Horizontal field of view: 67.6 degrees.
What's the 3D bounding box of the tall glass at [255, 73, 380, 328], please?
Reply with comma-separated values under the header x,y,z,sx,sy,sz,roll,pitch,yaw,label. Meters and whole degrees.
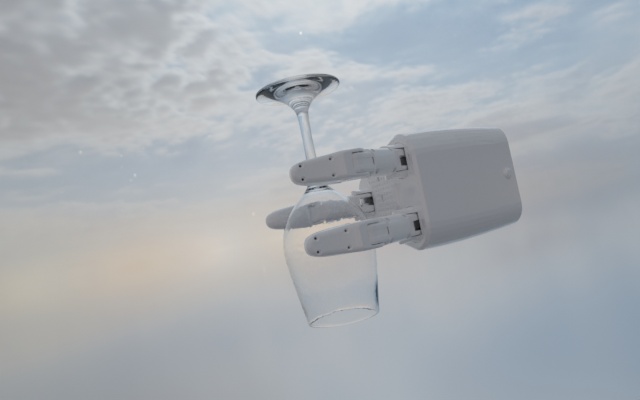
x,y,z,sx,sy,sz,roll,pitch,yaw,label
0.000,0.001,0.408,0.079,0.201,0.079,-11,-3,-1,tall glass
